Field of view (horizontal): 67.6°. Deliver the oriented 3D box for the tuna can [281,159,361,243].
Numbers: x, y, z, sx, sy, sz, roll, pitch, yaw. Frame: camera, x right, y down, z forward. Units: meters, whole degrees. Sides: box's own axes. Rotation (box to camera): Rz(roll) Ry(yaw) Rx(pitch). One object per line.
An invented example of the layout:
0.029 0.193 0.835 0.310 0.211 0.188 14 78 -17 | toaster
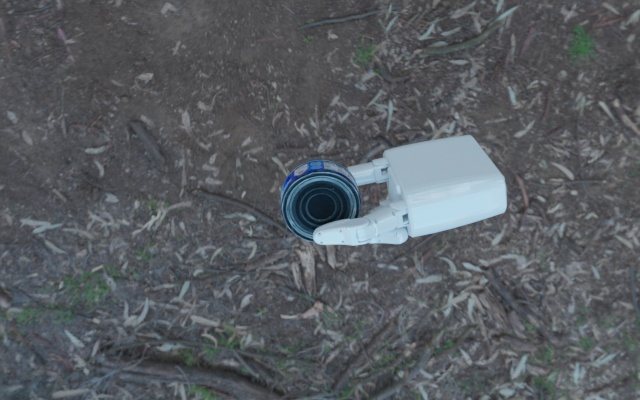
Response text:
0.000 0.002 0.510 0.086 0.086 0.033 0 25 -4 | tuna can
